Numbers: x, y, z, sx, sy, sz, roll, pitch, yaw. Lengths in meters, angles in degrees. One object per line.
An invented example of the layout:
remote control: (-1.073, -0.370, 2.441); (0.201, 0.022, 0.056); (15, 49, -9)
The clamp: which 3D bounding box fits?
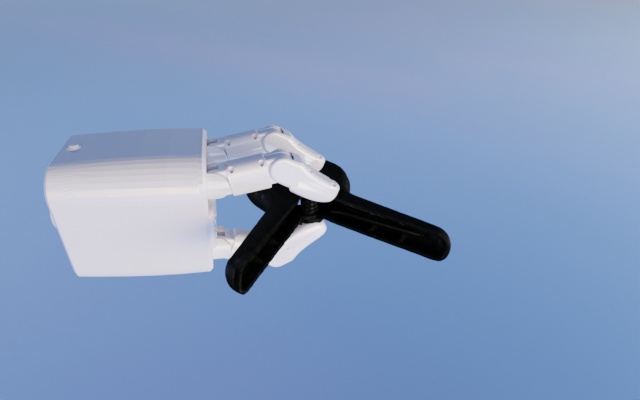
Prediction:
clamp: (0.000, 0.002, 0.406); (0.164, 0.036, 0.210); (-2, 28, -12)
